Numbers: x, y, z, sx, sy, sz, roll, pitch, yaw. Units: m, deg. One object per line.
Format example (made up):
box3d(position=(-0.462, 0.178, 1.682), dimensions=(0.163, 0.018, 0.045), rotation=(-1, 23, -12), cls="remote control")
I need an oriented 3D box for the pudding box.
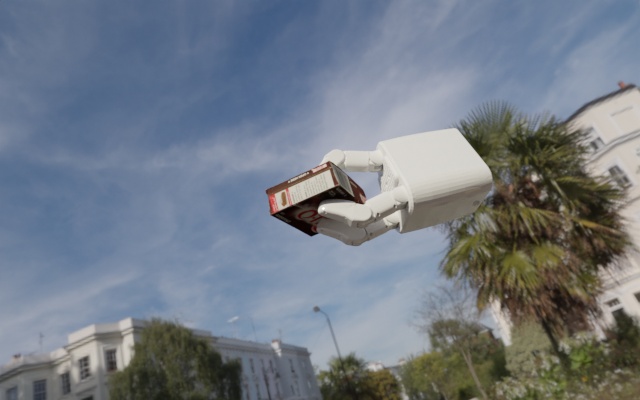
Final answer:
box3d(position=(0.000, 0.002, 0.582), dimensions=(0.090, 0.039, 0.113), rotation=(-24, -28, 17), cls="pudding box")
